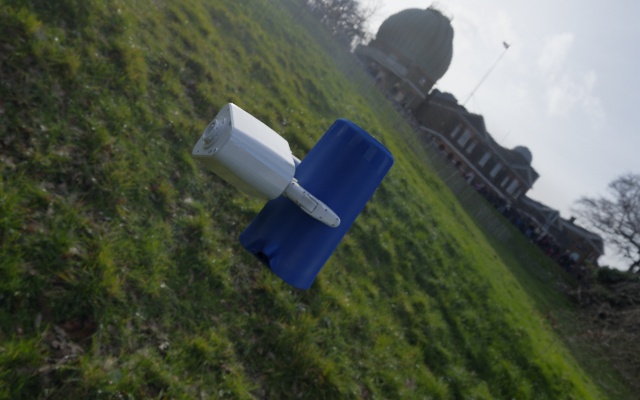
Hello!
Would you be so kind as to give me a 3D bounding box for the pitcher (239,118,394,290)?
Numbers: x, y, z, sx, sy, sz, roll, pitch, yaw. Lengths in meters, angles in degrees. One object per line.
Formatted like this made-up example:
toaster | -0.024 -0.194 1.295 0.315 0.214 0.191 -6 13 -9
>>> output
pitcher | 0.000 0.002 0.729 0.145 0.243 0.149 34 6 -32
